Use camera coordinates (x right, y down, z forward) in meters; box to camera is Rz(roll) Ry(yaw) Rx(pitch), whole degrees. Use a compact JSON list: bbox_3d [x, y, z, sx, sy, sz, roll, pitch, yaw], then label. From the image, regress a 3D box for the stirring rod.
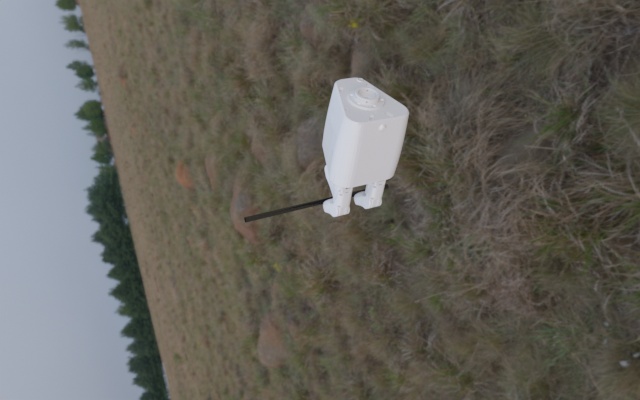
[{"bbox_3d":[0.000,0.002,0.731,0.239,0.011,0.011,-13,5,-22],"label":"stirring rod"}]
